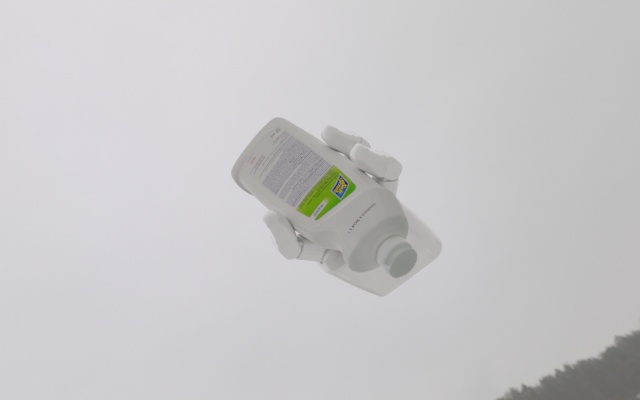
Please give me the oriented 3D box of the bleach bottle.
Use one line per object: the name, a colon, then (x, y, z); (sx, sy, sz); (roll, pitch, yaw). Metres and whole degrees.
bleach bottle: (0.000, 0.001, 0.483); (0.068, 0.102, 0.250); (34, 6, -42)
